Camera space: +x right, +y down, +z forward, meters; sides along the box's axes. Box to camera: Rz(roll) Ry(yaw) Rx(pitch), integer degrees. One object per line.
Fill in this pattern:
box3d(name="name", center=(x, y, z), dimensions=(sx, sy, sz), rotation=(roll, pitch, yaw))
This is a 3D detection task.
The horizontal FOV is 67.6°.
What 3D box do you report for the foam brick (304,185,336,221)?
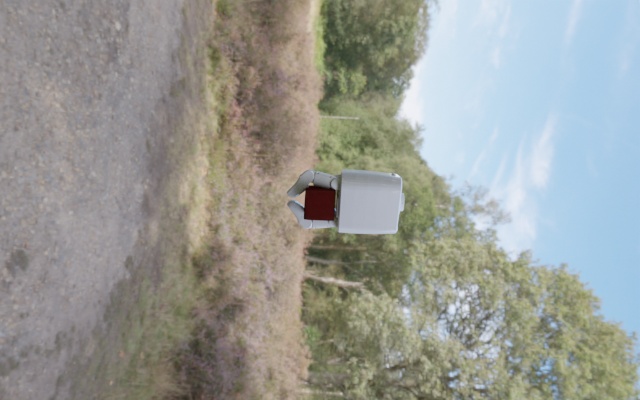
box3d(name="foam brick", center=(0.000, 0.003, 0.830), dimensions=(0.051, 0.053, 0.078), rotation=(3, 9, 2))
